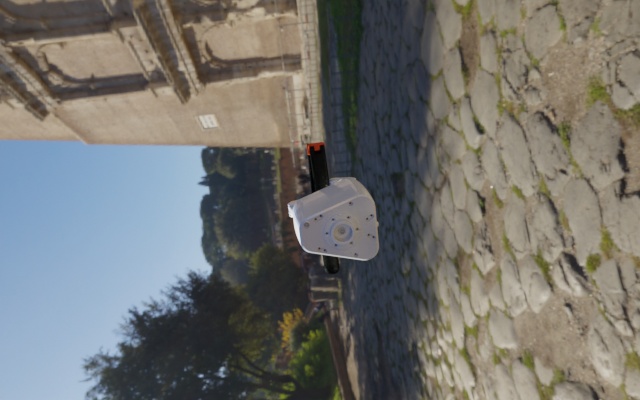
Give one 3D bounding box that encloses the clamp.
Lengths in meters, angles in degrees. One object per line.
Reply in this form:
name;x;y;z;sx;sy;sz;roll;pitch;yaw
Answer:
clamp;-0.001;0.002;0.825;0.036;0.210;0.164;-8;13;-6
